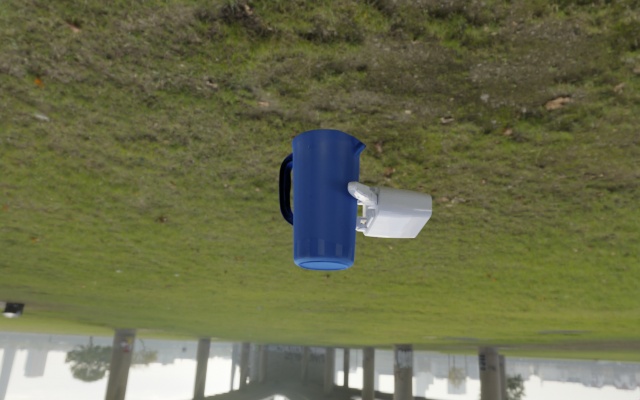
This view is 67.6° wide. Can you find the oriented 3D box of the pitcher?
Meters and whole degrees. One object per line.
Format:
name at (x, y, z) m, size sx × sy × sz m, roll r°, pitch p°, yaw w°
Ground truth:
pitcher at (0.000, 0.003, 0.886) m, size 0.145 × 0.242 × 0.149 m, roll 6°, pitch -18°, yaw -12°
